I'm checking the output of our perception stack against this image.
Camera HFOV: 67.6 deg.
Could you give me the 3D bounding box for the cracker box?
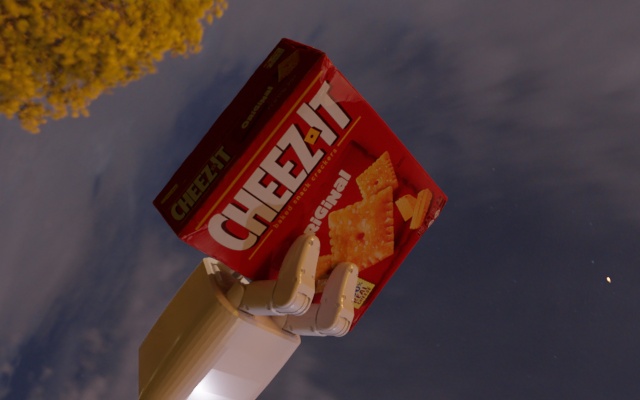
[{"bbox_3d":[0.000,0.001,0.409,0.214,0.164,0.072,39,-2,-42],"label":"cracker box"}]
